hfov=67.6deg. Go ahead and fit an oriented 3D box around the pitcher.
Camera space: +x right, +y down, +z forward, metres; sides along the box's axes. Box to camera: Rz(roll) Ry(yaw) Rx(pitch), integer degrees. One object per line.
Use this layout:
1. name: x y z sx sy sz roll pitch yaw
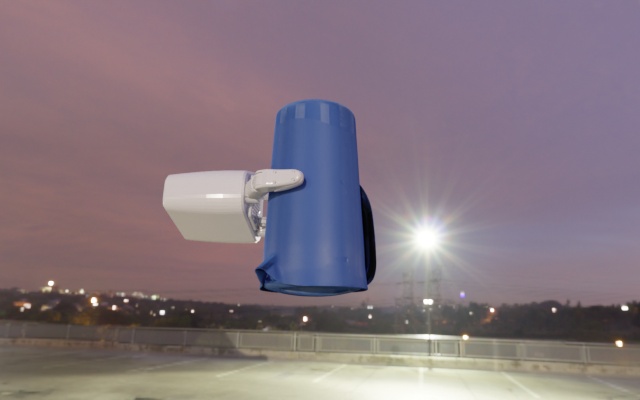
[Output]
1. pitcher: 0.000 0.002 0.621 0.145 0.242 0.149 -1 -15 5
